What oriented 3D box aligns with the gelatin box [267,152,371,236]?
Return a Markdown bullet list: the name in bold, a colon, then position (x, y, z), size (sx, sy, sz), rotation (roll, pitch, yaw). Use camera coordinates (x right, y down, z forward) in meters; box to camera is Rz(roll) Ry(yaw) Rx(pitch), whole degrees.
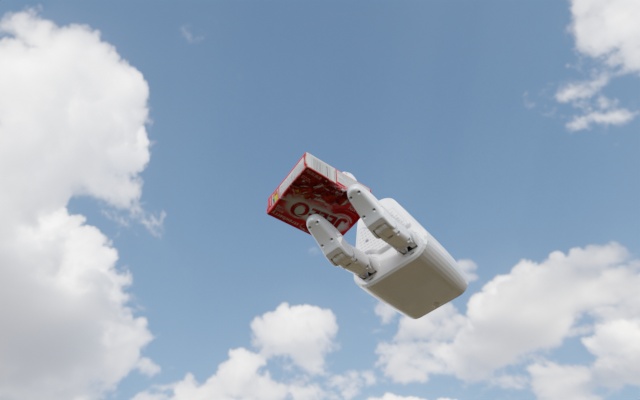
- **gelatin box**: position (0.000, 0.001, 0.502), size (0.089, 0.073, 0.030), rotation (28, 32, -24)
